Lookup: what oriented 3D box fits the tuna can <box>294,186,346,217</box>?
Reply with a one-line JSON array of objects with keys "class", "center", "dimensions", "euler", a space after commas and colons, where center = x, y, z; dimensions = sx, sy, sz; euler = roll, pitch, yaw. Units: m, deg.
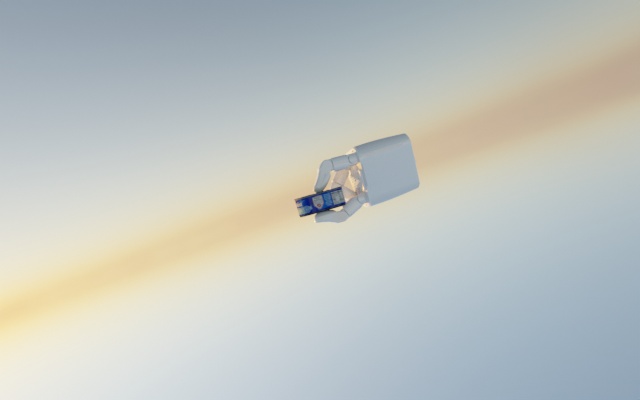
[{"class": "tuna can", "center": [0.000, 0.003, 0.825], "dimensions": [0.086, 0.034, 0.086], "euler": [-16, 0, 0]}]
